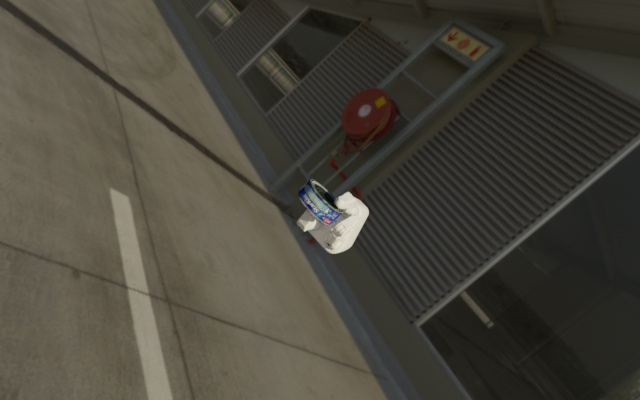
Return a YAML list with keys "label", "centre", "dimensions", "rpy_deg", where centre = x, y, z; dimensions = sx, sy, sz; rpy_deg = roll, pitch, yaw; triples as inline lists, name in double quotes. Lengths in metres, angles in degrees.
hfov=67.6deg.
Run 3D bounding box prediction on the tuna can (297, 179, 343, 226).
- label: "tuna can"
  centre: [0.001, 0.002, 0.855]
  dimensions: [0.034, 0.086, 0.086]
  rpy_deg: [-44, -12, 13]
